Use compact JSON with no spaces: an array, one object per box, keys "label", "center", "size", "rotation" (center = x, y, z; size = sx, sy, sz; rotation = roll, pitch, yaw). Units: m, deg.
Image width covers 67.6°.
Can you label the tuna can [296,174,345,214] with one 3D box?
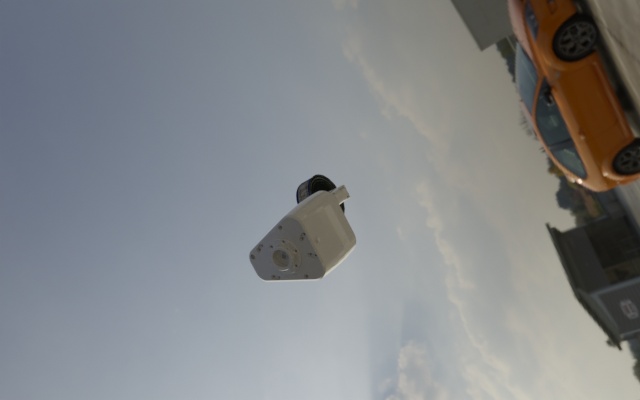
[{"label":"tuna can","center":[0.000,0.003,0.781],"size":[0.034,0.086,0.086],"rotation":[-28,-16,32]}]
